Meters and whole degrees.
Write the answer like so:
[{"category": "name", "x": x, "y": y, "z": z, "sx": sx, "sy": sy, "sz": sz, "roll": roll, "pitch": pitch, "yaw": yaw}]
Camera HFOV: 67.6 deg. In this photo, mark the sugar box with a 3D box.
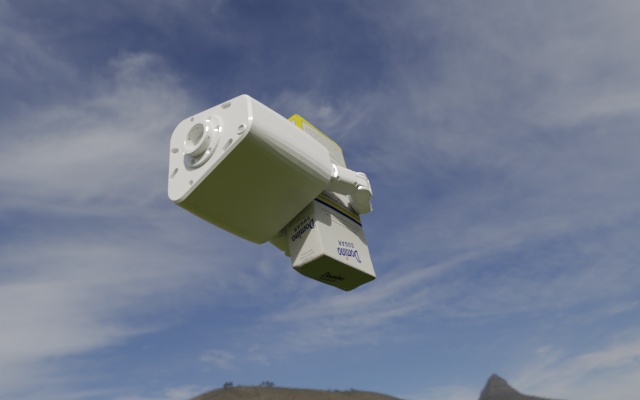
[{"category": "sugar box", "x": 0.000, "y": 0.002, "z": 0.511, "sx": 0.048, "sy": 0.176, "sz": 0.093, "roll": -29, "pitch": -38, "yaw": 27}]
